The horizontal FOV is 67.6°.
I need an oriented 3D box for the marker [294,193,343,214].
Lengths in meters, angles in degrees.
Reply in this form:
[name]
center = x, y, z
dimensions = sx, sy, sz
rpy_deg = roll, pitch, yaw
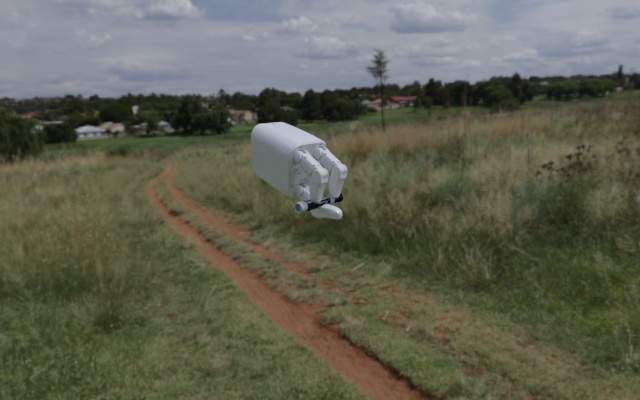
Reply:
[marker]
center = 0.000, 0.003, 0.838
dimensions = 0.020, 0.020, 0.121
rpy_deg = 0, 10, 39
